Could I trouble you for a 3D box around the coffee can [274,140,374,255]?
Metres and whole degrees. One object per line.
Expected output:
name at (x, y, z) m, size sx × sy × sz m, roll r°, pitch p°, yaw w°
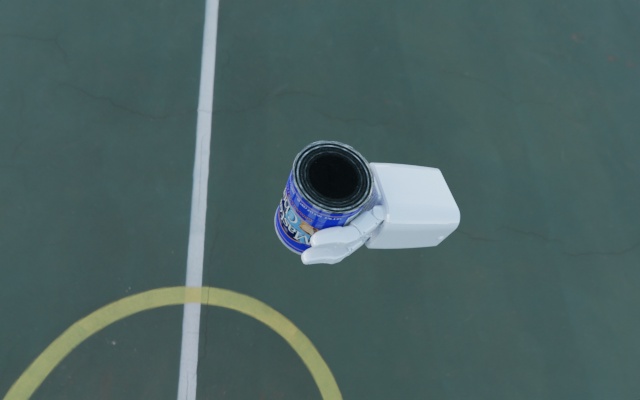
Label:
coffee can at (0.000, 0.002, 0.633) m, size 0.103 × 0.102 × 0.140 m, roll 0°, pitch -27°, yaw -15°
